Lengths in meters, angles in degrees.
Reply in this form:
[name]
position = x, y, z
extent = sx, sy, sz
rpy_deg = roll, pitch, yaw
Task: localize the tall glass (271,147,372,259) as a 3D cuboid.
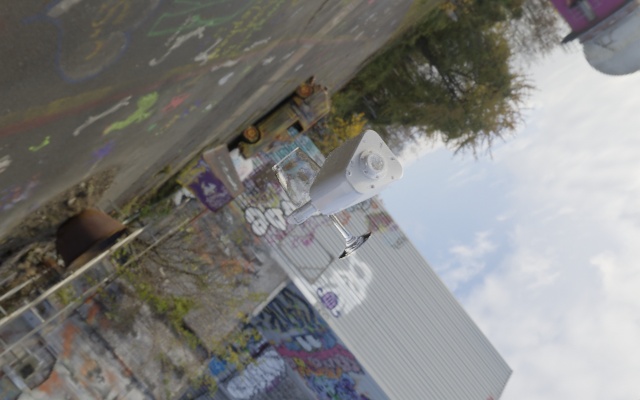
[tall glass]
position = 0.000, 0.003, 0.836
extent = 0.079, 0.201, 0.079
rpy_deg = -38, 6, 5
